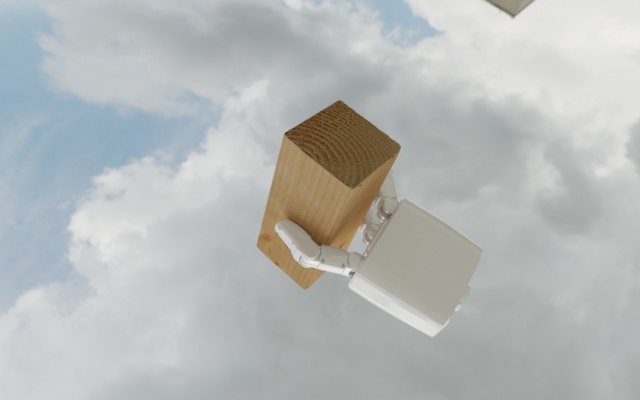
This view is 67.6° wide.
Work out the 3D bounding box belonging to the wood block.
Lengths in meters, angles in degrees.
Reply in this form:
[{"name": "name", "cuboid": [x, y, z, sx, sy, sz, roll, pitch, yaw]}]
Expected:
[{"name": "wood block", "cuboid": [0.000, 0.002, 0.550, 0.090, 0.090, 0.206, -39, -19, -36]}]
